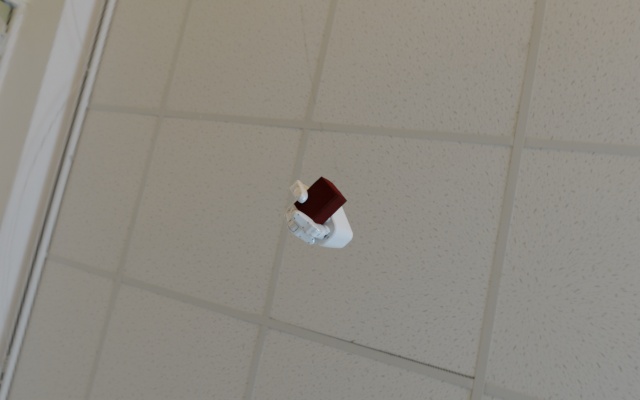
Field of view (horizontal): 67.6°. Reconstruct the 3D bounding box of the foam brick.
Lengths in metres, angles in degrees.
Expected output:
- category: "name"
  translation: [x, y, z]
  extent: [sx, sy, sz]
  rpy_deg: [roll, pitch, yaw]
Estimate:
- category: "foam brick"
  translation: [0.000, 0.003, 0.893]
  extent: [0.078, 0.053, 0.051]
  rpy_deg: [-44, -25, 11]
